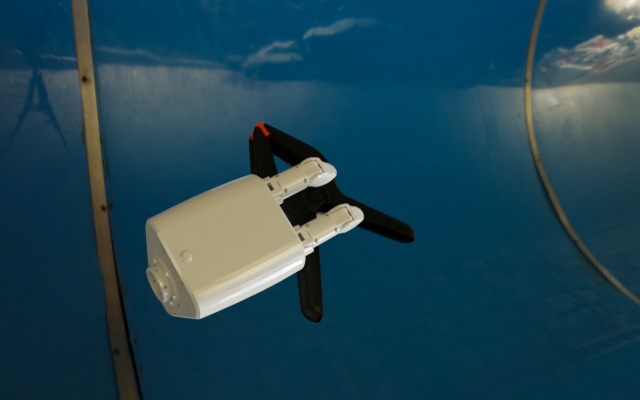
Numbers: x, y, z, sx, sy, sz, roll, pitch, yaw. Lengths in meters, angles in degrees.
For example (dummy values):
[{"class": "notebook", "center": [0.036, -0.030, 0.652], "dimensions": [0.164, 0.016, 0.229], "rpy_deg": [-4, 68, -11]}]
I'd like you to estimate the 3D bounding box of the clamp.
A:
[{"class": "clamp", "center": [-0.001, 0.002, 0.512], "dimensions": [0.164, 0.210, 0.036], "rpy_deg": [-25, -12, -34]}]
